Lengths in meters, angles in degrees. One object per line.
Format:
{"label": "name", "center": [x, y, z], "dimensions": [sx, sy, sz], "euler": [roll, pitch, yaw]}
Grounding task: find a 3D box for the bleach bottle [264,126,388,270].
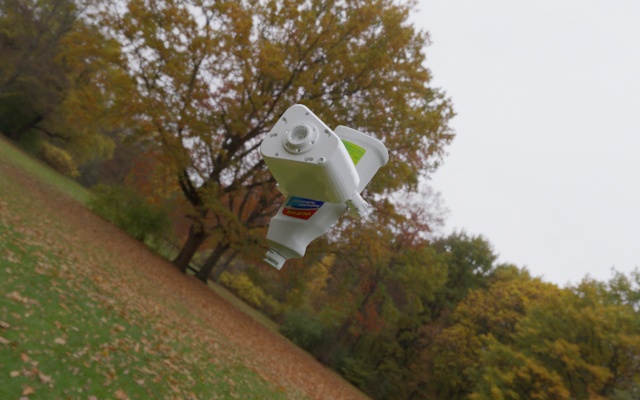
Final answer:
{"label": "bleach bottle", "center": [0.000, 0.002, 0.759], "dimensions": [0.102, 0.250, 0.068], "euler": [27, -15, 29]}
